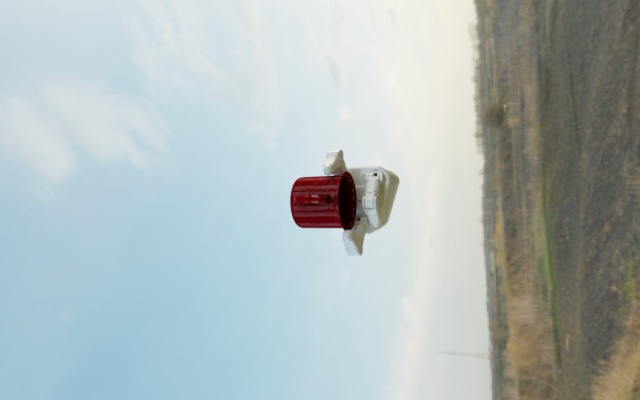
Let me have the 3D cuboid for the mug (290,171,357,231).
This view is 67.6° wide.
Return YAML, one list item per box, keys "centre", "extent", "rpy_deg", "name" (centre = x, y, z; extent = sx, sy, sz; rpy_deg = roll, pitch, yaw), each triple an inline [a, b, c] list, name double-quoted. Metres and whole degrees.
- centre: [-0.001, 0.002, 0.727]
  extent: [0.081, 0.093, 0.117]
  rpy_deg: [-1, -2, 21]
  name: "mug"
